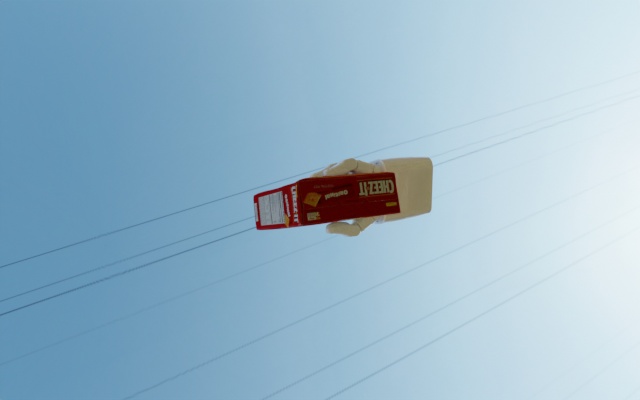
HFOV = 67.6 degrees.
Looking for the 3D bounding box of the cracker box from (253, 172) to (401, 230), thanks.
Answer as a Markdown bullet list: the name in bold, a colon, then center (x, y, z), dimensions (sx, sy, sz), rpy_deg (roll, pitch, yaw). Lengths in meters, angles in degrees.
- **cracker box**: center (0.000, 0.003, 0.774), dimensions (0.164, 0.072, 0.214), rpy_deg (-7, -2, -25)
